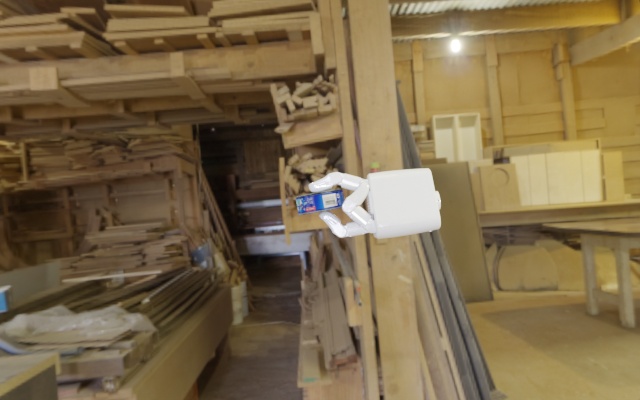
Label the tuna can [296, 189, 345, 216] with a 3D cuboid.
[{"bbox_3d":[0.000,0.002,0.842,0.086,0.034,0.086,-10,0,0],"label":"tuna can"}]
